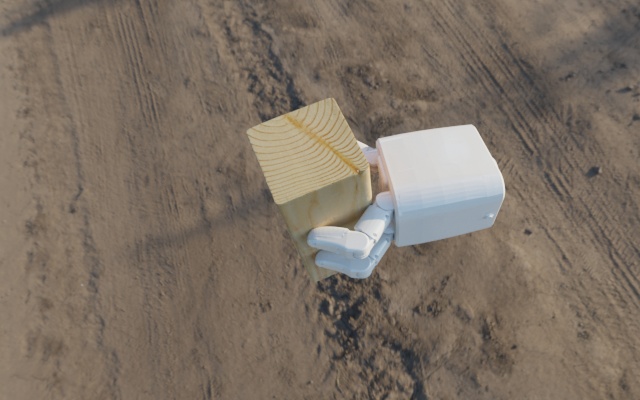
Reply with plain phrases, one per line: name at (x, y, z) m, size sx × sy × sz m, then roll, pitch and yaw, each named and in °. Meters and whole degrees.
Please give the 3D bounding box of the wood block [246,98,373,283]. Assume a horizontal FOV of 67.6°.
wood block at (0.000, 0.001, 0.513) m, size 0.090 × 0.090 × 0.206 m, roll -22°, pitch -29°, yaw -4°
